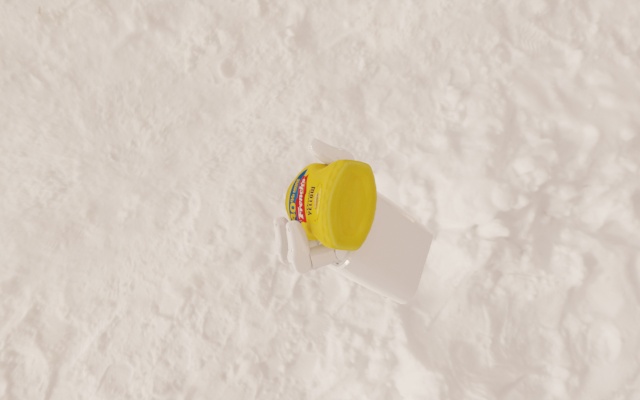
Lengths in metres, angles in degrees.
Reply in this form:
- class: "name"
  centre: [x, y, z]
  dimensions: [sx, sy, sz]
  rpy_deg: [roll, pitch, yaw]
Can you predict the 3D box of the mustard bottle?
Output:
- class: "mustard bottle"
  centre: [0.000, 0.002, 0.581]
  dimensions: [0.058, 0.096, 0.191]
  rpy_deg: [6, 0, -21]
